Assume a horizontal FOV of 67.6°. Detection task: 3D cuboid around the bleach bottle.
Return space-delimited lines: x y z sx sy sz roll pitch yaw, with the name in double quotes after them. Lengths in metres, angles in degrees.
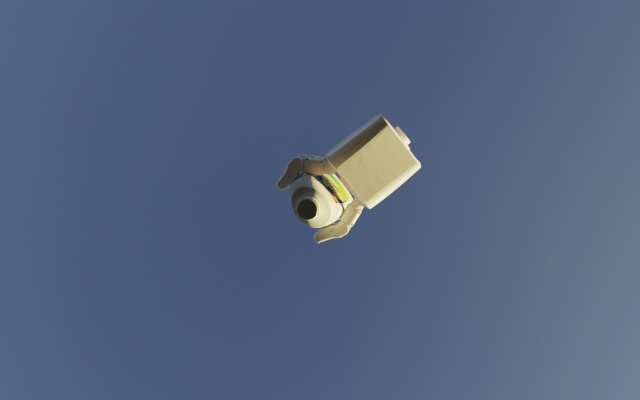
0.000 0.002 0.763 0.068 0.102 0.251 -37 3 9 "bleach bottle"
